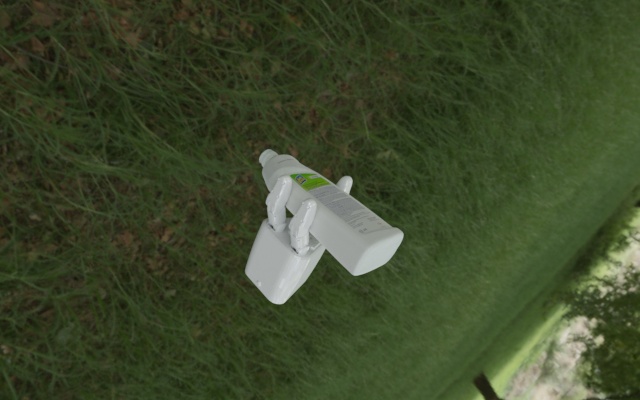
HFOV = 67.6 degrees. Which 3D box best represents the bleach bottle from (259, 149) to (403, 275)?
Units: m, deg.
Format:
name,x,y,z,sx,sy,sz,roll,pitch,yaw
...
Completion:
name,x,y,z,sx,sy,sz,roll,pitch,yaw
bleach bottle,0.000,0.002,0.723,0.250,0.068,0.102,42,33,27
